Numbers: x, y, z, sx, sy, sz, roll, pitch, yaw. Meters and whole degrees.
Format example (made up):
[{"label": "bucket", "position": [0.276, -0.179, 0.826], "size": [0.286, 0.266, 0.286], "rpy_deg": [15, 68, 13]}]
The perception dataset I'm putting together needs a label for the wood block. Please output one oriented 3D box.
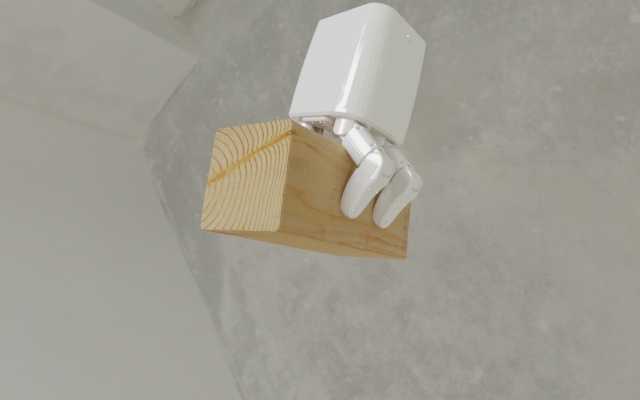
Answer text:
[{"label": "wood block", "position": [0.000, 0.001, 0.459], "size": [0.091, 0.090, 0.206], "rpy_deg": [0, -12, 37]}]
